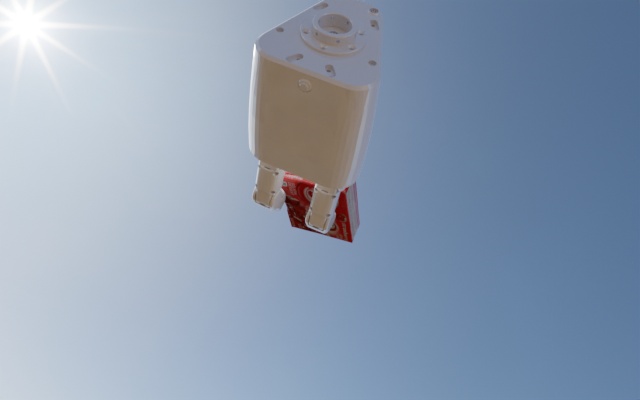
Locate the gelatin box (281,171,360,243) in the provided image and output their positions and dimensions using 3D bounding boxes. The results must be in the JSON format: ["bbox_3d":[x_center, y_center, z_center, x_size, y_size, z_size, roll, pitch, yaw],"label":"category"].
[{"bbox_3d":[0.000,0.001,0.494,0.073,0.030,0.089,14,-34,18],"label":"gelatin box"}]
